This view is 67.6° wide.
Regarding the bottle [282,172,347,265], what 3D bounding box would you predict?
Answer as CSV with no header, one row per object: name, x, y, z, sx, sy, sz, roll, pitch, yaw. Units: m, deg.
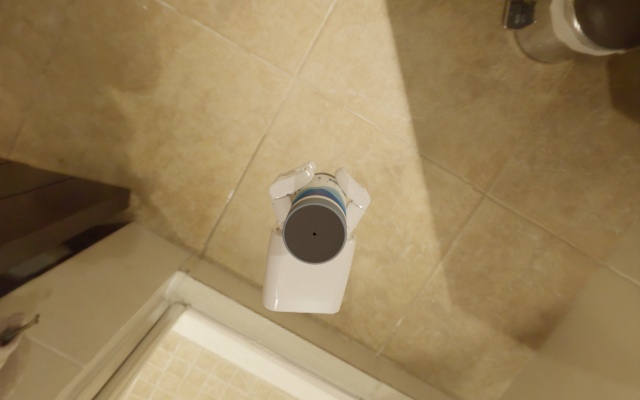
bottle,0.000,0.002,0.627,0.069,0.069,0.295,0,13,2
